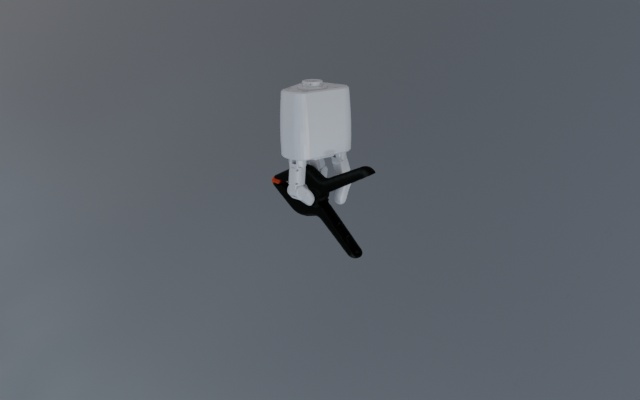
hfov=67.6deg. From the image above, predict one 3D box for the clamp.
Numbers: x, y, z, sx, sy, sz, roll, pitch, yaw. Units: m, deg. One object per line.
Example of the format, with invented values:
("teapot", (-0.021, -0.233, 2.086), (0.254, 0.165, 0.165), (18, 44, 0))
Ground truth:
("clamp", (-0.001, 0.003, 0.827), (0.210, 0.165, 0.036), (17, 25, 36))
